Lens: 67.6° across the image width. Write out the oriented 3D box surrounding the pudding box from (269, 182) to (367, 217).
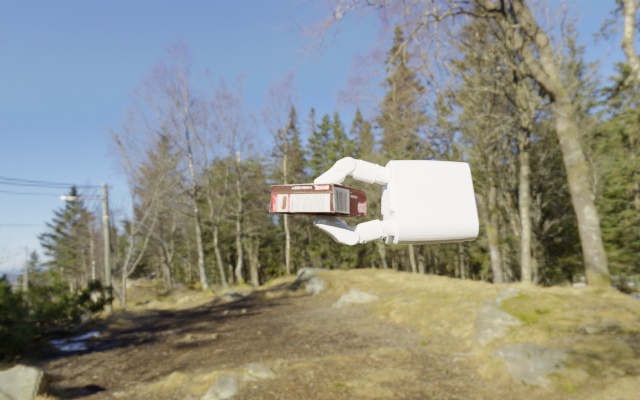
[{"bbox_3d":[0.000,0.002,0.623,0.090,0.039,0.113,-2,-7,26],"label":"pudding box"}]
